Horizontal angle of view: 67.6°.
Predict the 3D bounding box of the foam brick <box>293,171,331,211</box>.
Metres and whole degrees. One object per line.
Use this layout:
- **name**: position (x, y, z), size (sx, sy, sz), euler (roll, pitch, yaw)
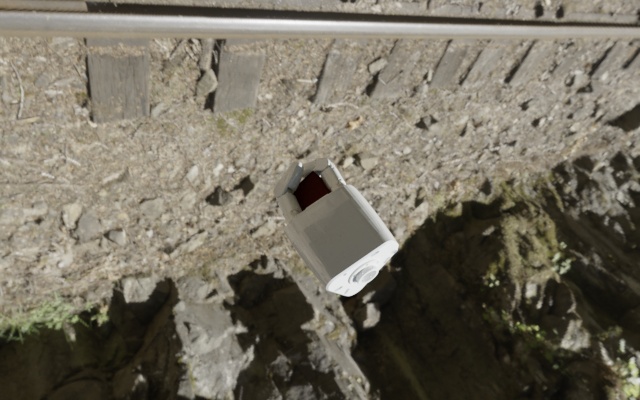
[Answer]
- **foam brick**: position (0.000, 0.002, 0.702), size (0.053, 0.051, 0.078), euler (-42, -31, 9)
